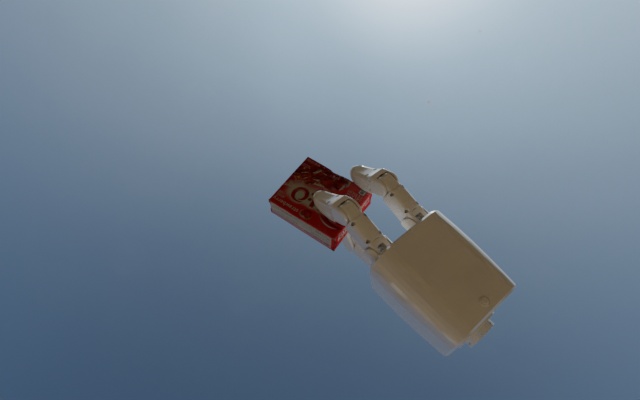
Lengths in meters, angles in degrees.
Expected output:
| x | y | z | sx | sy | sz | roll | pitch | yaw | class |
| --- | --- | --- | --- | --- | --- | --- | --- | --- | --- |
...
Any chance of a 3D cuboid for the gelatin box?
| x | y | z | sx | sy | sz | roll | pitch | yaw | class |
| --- | --- | --- | --- | --- | --- | --- | --- | --- | --- |
| 0.000 | 0.002 | 0.527 | 0.089 | 0.073 | 0.030 | 31 | -27 | 19 | gelatin box |
